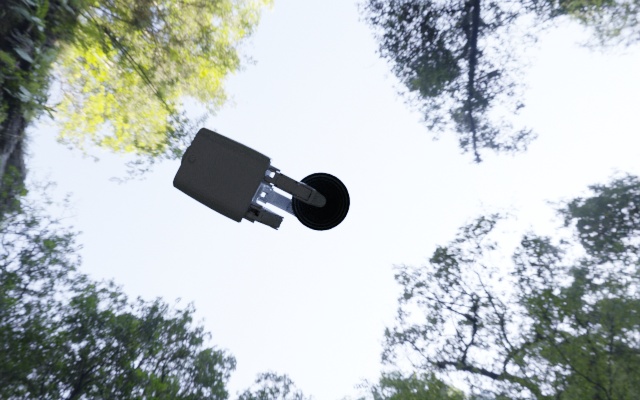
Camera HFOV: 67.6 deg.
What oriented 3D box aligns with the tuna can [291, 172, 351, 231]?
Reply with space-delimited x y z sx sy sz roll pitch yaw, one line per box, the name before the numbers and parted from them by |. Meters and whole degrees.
tuna can | 0.000 0.002 0.703 0.086 0.086 0.034 0 -3 -2
